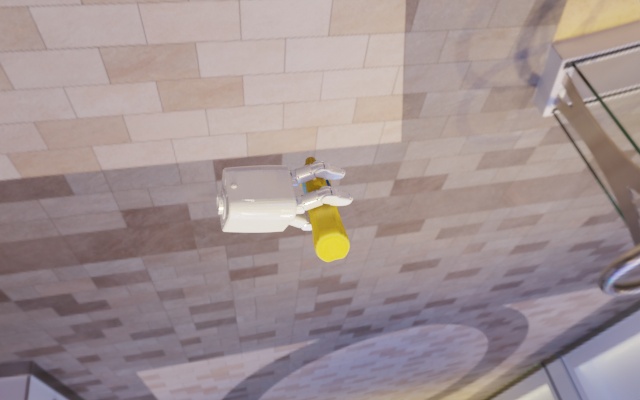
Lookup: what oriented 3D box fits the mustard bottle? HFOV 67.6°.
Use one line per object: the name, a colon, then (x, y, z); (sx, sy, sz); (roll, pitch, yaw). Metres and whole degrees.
mustard bottle: (0.001, 0.003, 0.824); (0.058, 0.191, 0.096); (-16, -33, 1)
